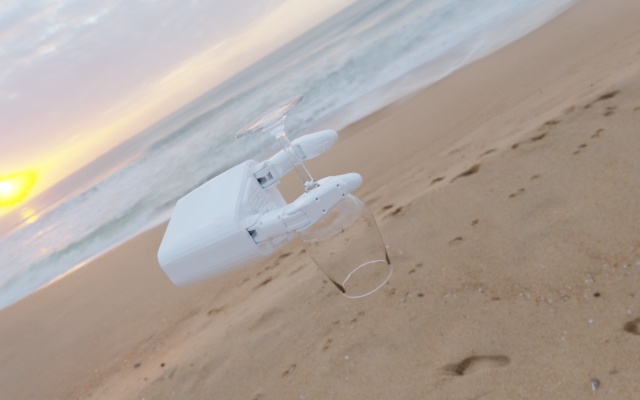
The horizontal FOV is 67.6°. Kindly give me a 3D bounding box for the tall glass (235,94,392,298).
[{"bbox_3d":[0.000,0.001,0.476,0.079,0.201,0.079,-28,18,10],"label":"tall glass"}]
